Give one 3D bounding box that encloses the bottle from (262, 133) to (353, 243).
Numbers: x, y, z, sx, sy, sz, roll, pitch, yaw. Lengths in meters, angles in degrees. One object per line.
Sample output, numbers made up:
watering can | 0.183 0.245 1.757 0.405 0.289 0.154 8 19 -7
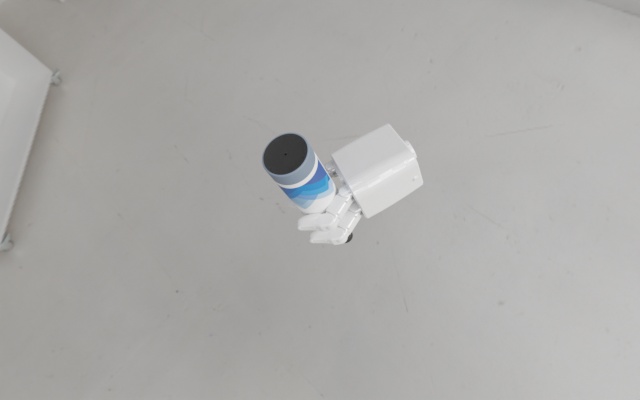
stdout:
bottle | 0.000 0.002 0.742 0.069 0.069 0.296 0 -25 20
